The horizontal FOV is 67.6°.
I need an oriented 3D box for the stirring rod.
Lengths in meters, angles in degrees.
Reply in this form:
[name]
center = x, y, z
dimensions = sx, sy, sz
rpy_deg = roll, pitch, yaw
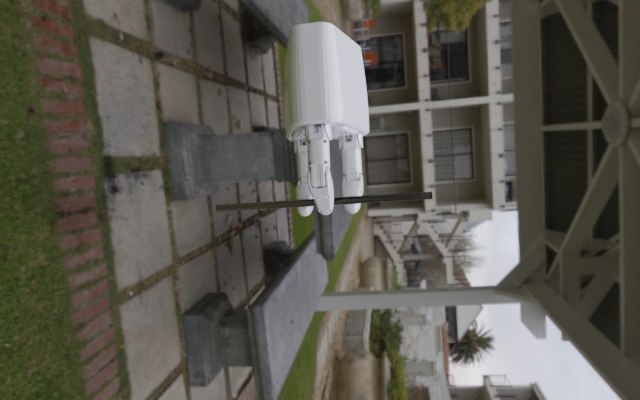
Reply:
[stirring rod]
center = 0.000, 0.002, 0.526
dimensions = 0.239, 0.011, 0.011
rpy_deg = -3, -1, 9
